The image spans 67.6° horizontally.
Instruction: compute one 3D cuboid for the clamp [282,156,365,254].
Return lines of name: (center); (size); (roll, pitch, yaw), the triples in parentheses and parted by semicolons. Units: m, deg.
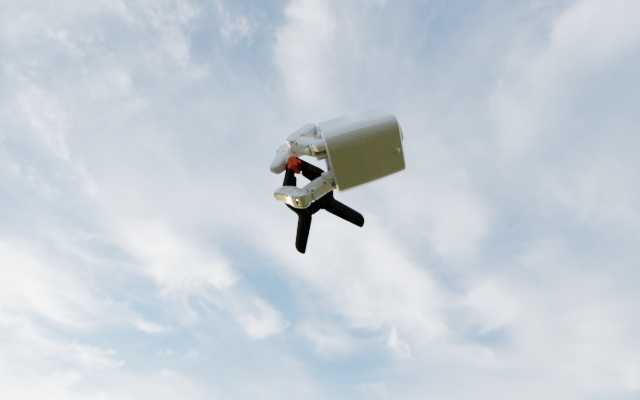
clamp: (0.000, 0.002, 0.738); (0.120, 0.172, 0.039); (-22, 38, -7)
